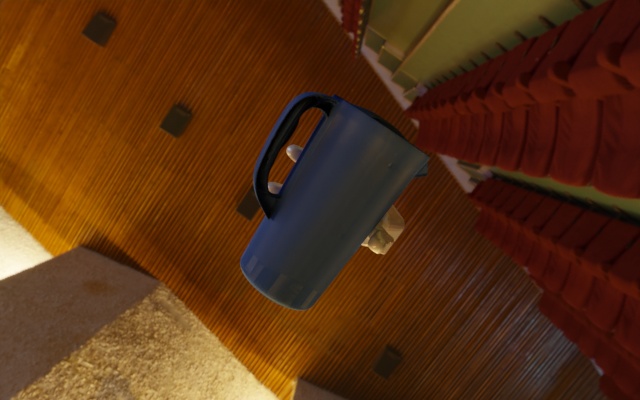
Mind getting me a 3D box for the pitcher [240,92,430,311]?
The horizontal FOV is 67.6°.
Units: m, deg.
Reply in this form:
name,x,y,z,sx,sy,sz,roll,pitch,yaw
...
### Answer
name,x,y,z,sx,sy,sz,roll,pitch,yaw
pitcher,0.000,0.002,0.568,0.149,0.243,0.145,38,10,20
